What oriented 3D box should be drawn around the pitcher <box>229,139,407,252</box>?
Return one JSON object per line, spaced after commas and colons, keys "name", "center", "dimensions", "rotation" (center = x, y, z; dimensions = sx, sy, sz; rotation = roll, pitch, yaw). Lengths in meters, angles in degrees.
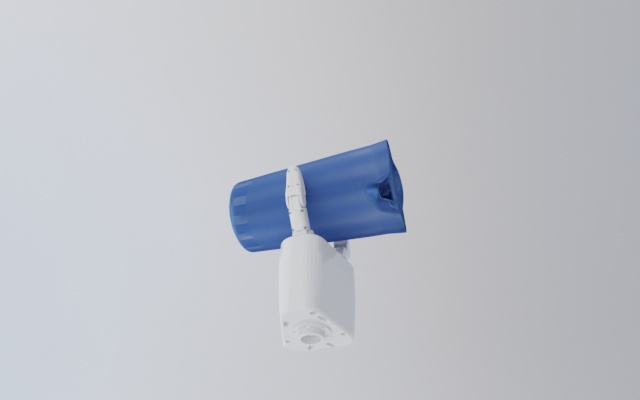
{"name": "pitcher", "center": [0.000, 0.002, 0.703], "dimensions": [0.243, 0.145, 0.149], "rotation": [-12, -42, 12]}
